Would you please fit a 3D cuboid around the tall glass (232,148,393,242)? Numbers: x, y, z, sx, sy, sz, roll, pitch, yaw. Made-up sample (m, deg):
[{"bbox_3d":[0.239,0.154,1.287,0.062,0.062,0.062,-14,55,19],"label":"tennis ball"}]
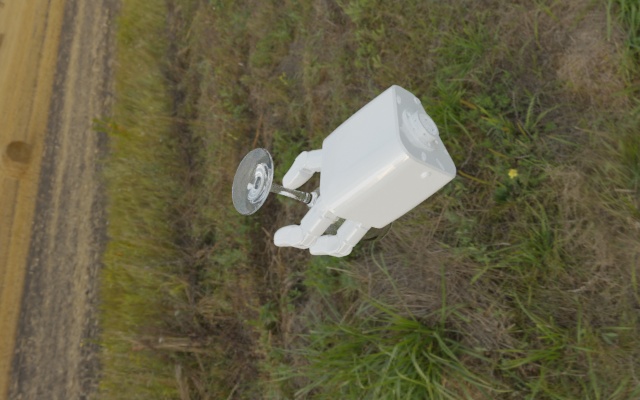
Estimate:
[{"bbox_3d":[-0.001,0.002,0.572,0.201,0.079,0.079,17,-11,-39],"label":"tall glass"}]
